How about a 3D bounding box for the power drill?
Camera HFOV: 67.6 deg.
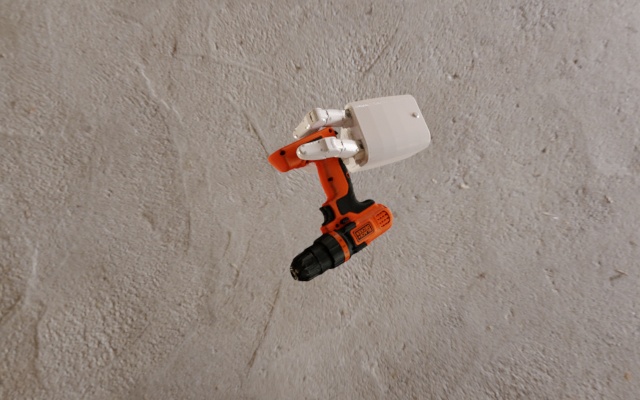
[{"bbox_3d":[0.000,0.002,0.693,0.184,0.187,0.057,-30,6,-30],"label":"power drill"}]
